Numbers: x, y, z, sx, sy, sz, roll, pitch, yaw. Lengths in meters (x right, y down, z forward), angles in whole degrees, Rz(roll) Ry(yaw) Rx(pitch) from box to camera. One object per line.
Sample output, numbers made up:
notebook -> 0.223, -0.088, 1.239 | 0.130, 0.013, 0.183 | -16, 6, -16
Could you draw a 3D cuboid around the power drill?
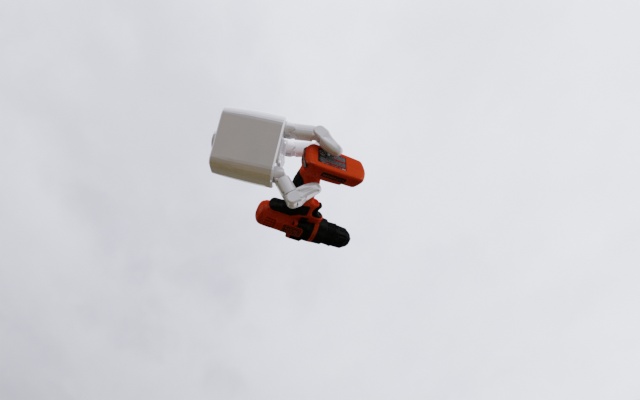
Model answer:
power drill -> 0.000, 0.002, 0.826 | 0.184, 0.057, 0.188 | 18, -50, -19
